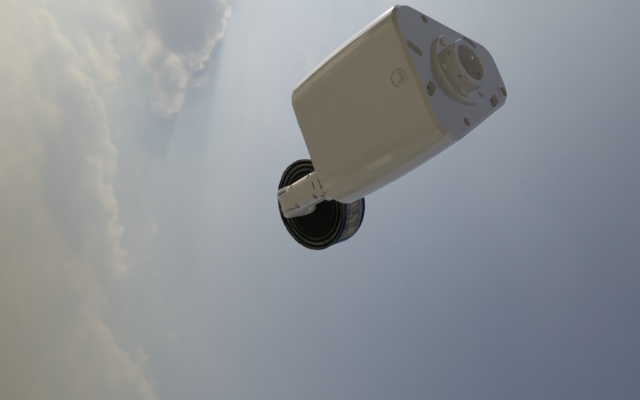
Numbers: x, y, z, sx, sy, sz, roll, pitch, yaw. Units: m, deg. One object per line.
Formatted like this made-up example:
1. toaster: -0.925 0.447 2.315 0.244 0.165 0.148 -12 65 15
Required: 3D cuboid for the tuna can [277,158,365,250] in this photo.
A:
1. tuna can: 0.000 0.001 0.452 0.086 0.086 0.034 0 10 44
